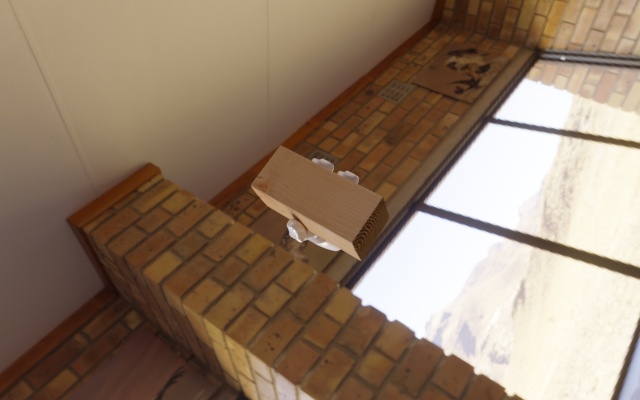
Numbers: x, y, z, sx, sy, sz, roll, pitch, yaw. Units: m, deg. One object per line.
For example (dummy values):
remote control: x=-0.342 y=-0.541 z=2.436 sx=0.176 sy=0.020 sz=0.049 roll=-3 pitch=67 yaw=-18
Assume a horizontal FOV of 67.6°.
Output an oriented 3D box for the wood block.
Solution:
wood block: x=0.000 y=0.003 z=0.798 sx=0.206 sy=0.091 sz=0.090 roll=28 pitch=-15 yaw=25
